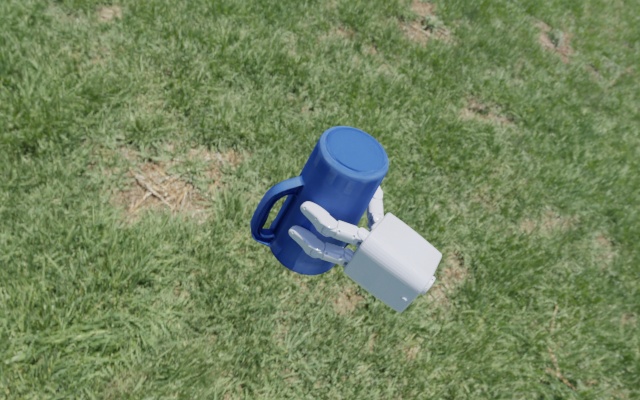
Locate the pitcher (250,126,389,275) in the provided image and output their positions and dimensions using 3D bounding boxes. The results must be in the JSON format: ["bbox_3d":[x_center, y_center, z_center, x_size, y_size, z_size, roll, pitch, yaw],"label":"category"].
[{"bbox_3d":[0.000,0.003,0.753,0.145,0.243,0.149,38,46,10],"label":"pitcher"}]
